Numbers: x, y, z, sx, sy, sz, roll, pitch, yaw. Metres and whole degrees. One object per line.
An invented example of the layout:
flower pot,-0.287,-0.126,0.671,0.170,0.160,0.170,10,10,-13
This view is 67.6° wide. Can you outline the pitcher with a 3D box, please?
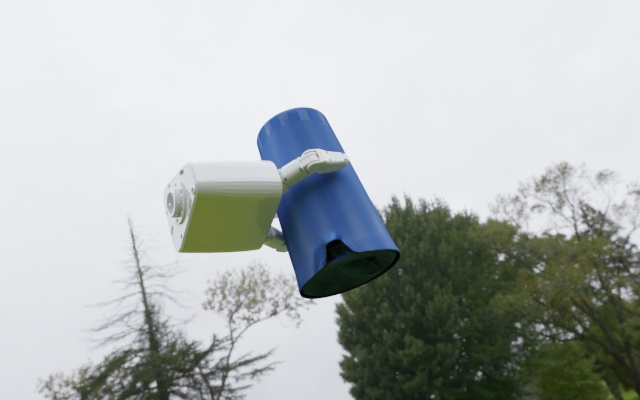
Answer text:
pitcher,0.000,0.002,0.645,0.145,0.242,0.149,-2,-33,-35
